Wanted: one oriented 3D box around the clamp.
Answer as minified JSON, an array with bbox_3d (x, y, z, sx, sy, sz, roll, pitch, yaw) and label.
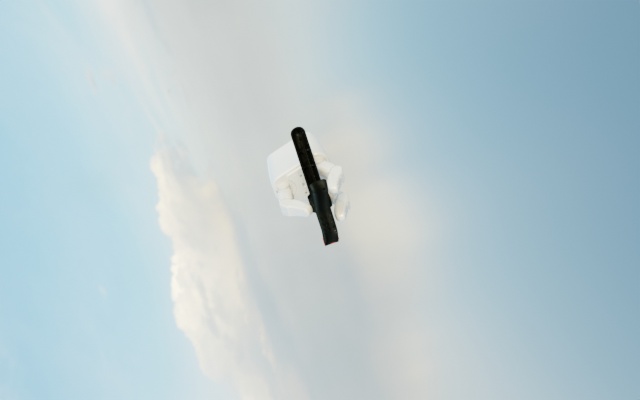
[{"bbox_3d":[-0.001,0.003,0.776,0.036,0.210,0.164,-18,34,-2],"label":"clamp"}]
